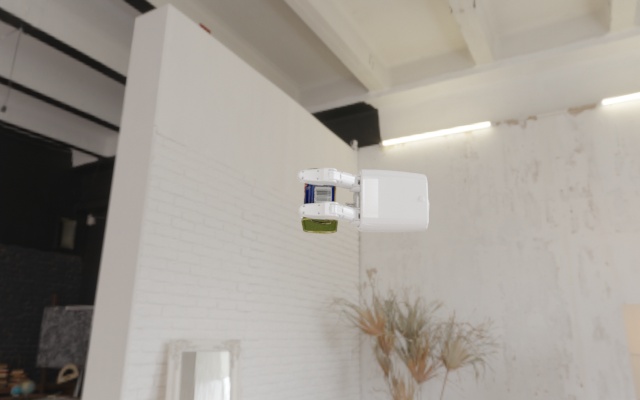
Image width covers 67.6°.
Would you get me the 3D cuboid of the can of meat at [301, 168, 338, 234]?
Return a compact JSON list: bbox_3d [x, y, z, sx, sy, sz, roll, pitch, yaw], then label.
[{"bbox_3d":[0.000,0.002,0.779,0.057,0.084,0.102,2,-16,1],"label":"can of meat"}]
